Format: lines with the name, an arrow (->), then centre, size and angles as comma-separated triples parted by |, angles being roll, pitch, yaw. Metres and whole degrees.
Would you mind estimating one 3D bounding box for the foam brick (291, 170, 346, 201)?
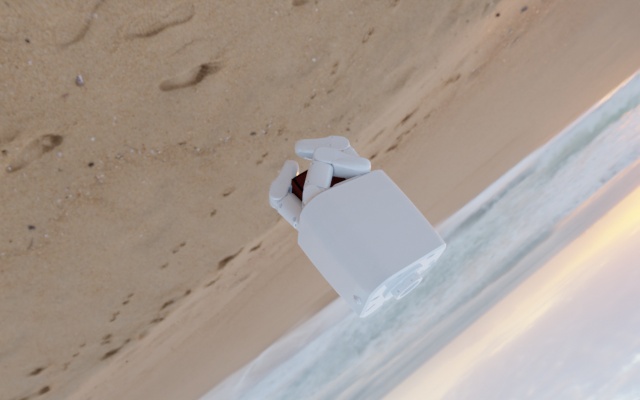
foam brick -> 0.000, 0.002, 0.547 | 0.053, 0.051, 0.078 | -31, -23, -21
